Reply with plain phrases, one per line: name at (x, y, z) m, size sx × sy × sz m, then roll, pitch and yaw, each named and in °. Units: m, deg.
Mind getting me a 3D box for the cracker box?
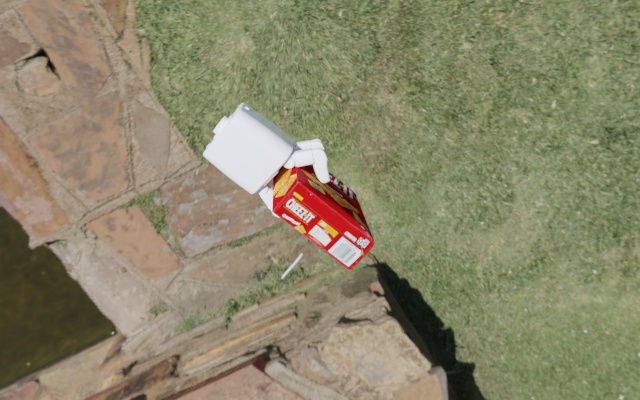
cracker box at (0.000, 0.003, 0.820) m, size 0.164 × 0.072 × 0.213 m, roll 38°, pitch 14°, yaw -17°
